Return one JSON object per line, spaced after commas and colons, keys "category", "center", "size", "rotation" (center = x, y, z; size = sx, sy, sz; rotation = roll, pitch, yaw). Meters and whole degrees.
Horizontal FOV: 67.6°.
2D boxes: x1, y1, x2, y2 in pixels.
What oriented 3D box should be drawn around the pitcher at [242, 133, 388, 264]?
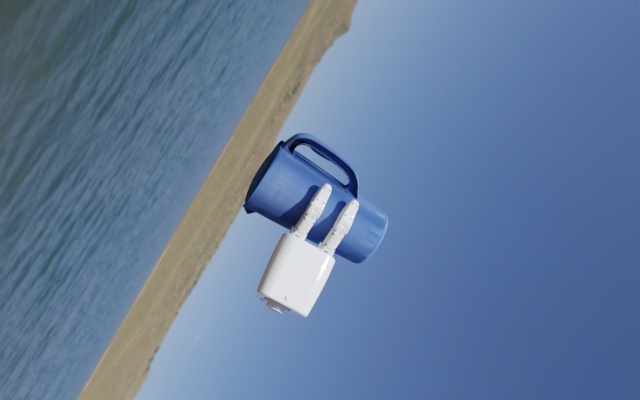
{"category": "pitcher", "center": [0.000, 0.003, 0.837], "size": [0.243, 0.145, 0.149], "rotation": [31, -20, -13]}
